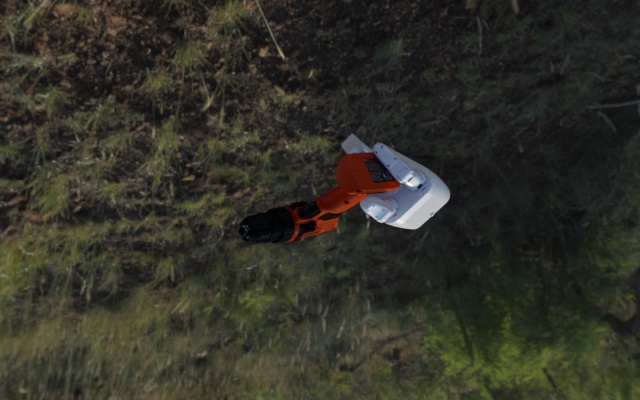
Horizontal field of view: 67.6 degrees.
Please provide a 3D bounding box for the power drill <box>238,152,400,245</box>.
[{"bbox_3d":[0.001,0.002,0.655,0.188,0.057,0.184,-33,-14,39],"label":"power drill"}]
